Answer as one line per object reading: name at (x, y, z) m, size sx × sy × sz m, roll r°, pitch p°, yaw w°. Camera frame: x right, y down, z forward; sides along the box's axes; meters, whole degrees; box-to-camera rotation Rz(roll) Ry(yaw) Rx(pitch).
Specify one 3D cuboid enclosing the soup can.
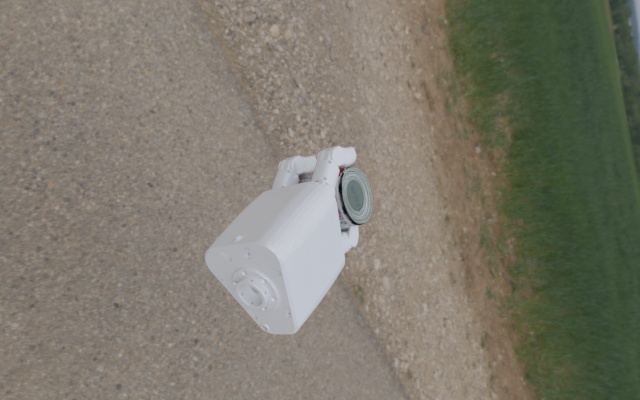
soup can at (0.001, 0.002, 0.553) m, size 0.102 × 0.068 × 0.068 m, roll -11°, pitch -6°, yaw 34°
